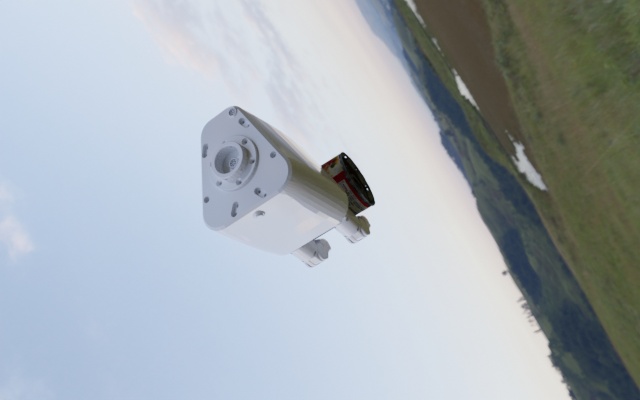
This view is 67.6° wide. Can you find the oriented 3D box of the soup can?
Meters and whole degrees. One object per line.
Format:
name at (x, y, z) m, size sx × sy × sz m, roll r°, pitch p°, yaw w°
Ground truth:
soup can at (0.000, 0.002, 0.531) m, size 0.102 × 0.068 × 0.068 m, roll -32°, pitch -10°, yaw 16°
